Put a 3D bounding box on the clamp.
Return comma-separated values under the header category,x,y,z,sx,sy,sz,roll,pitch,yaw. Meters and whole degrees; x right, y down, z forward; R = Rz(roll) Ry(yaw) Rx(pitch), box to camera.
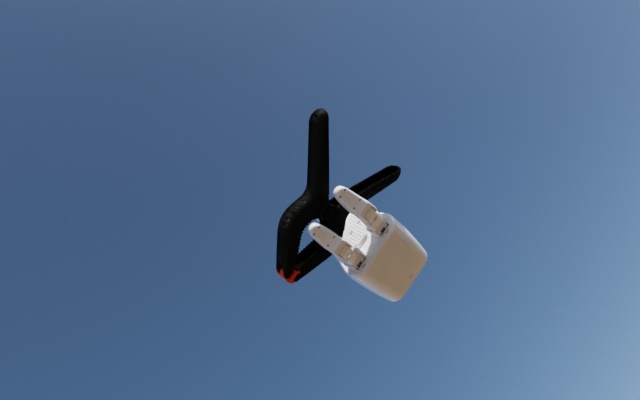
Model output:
category,x,y,z,sx,sy,sz,roll,pitch,yaw
clamp,-0.001,0.002,0.597,0.165,0.210,0.036,39,-6,-37
